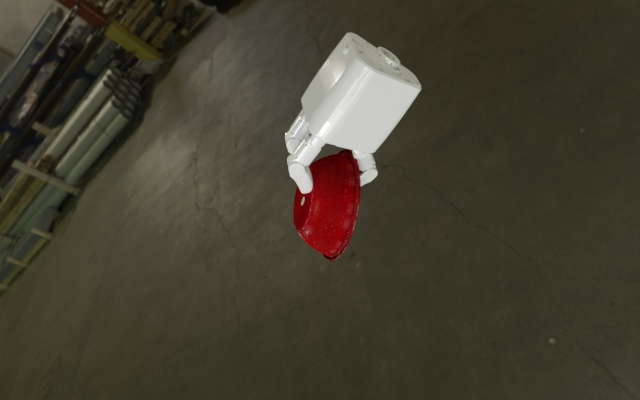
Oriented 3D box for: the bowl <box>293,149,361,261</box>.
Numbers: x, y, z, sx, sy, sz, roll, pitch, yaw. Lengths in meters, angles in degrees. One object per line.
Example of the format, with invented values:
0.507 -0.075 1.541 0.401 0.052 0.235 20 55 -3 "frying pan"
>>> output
-0.001 0.003 0.680 0.055 0.162 0.162 9 -3 -18 "bowl"
